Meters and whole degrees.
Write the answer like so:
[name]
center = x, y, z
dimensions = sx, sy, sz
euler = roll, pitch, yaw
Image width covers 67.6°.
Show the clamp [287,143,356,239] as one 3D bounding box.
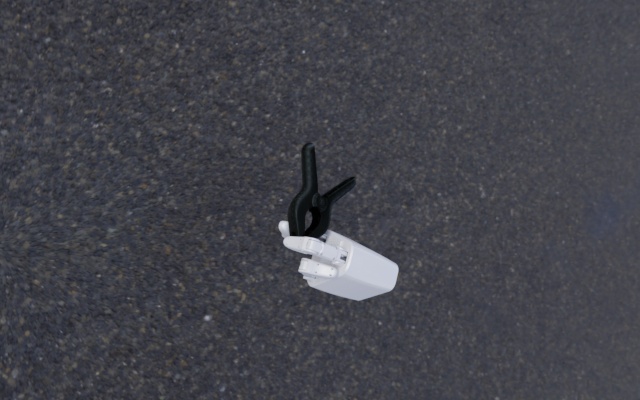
[clamp]
center = 0.000, 0.003, 0.789
dimensions = 0.120, 0.171, 0.039
euler = 24, -17, -28
